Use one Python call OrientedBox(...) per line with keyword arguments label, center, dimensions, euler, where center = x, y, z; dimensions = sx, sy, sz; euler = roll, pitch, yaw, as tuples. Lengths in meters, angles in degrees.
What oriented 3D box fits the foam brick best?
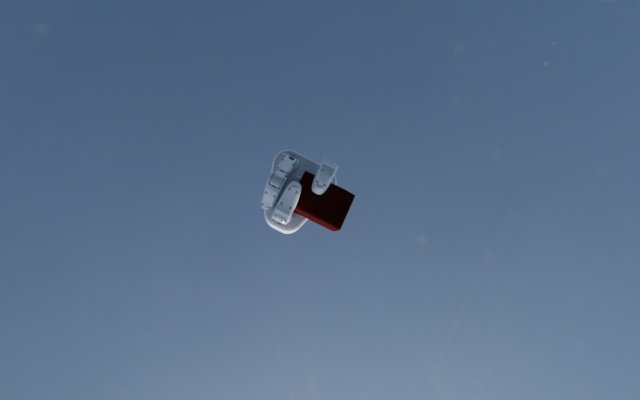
OrientedBox(label="foam brick", center=(0.000, 0.002, 0.654), dimensions=(0.078, 0.053, 0.051), euler=(27, -10, -1))
